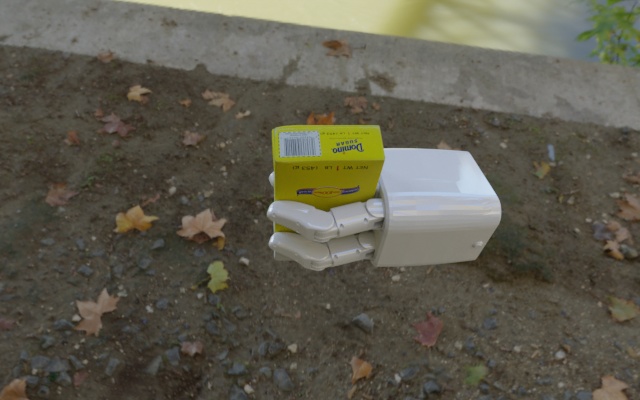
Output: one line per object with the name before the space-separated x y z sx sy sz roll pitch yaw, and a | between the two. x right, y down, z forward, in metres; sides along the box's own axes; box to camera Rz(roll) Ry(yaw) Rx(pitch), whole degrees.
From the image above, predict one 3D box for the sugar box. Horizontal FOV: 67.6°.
sugar box | 0.000 0.002 0.464 0.093 0.048 0.176 -1 -36 -5
